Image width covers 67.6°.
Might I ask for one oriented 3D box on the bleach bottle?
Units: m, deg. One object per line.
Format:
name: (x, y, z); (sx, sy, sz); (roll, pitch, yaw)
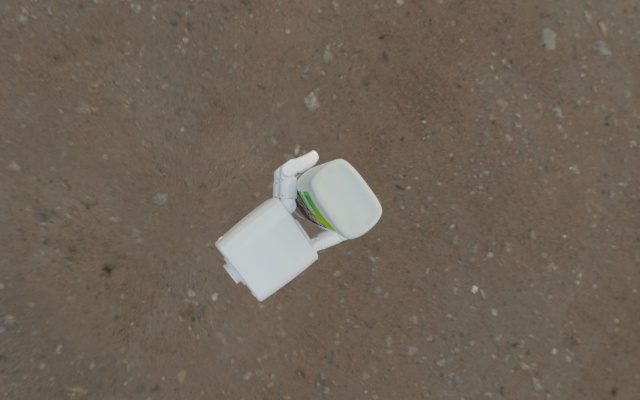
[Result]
bleach bottle: (0.000, 0.002, 0.710); (0.068, 0.102, 0.251); (-37, 7, -14)
